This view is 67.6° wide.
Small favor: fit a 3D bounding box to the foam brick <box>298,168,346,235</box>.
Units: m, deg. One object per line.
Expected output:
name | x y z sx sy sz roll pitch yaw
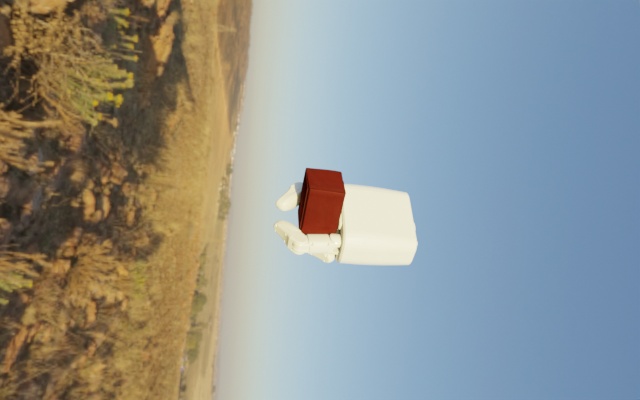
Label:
foam brick | 0.000 0.002 0.650 0.051 0.078 0.053 5 36 -9
